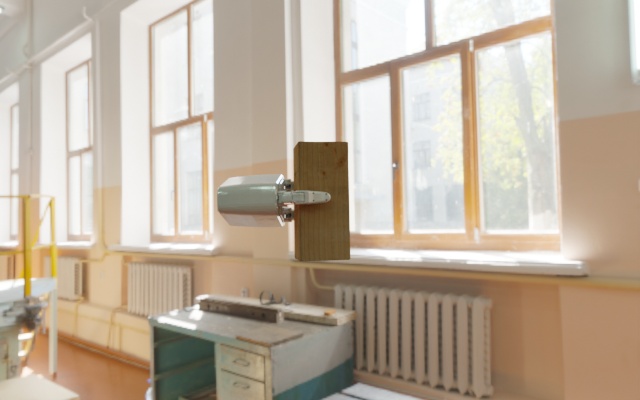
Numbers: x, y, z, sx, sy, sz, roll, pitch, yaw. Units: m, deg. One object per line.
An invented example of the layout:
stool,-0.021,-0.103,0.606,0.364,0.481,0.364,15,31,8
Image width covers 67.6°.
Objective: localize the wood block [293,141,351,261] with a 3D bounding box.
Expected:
wood block,0.000,0.003,0.862,0.090,0.206,0.091,-1,-2,-10
